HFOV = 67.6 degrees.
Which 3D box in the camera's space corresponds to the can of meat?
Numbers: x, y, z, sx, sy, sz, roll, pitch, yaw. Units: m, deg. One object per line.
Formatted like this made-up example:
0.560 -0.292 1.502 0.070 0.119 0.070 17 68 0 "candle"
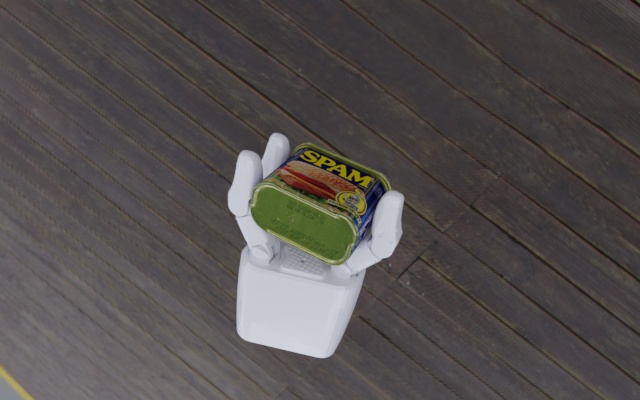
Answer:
0.000 0.002 0.422 0.102 0.057 0.084 25 36 13 "can of meat"
